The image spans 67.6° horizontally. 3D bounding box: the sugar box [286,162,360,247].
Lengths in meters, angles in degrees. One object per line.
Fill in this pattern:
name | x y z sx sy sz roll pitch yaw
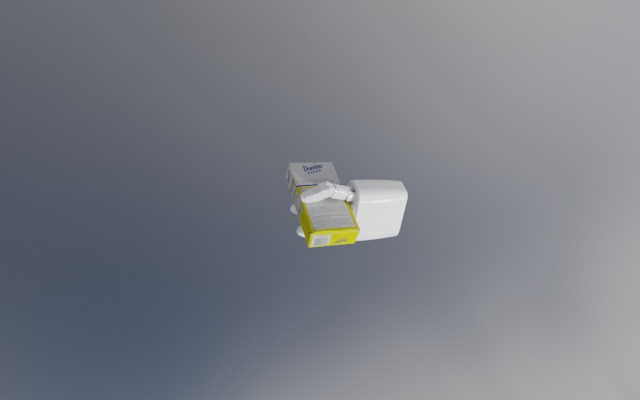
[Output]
sugar box | 0.000 0.003 0.891 0.093 0.176 0.048 -2 -44 -20
